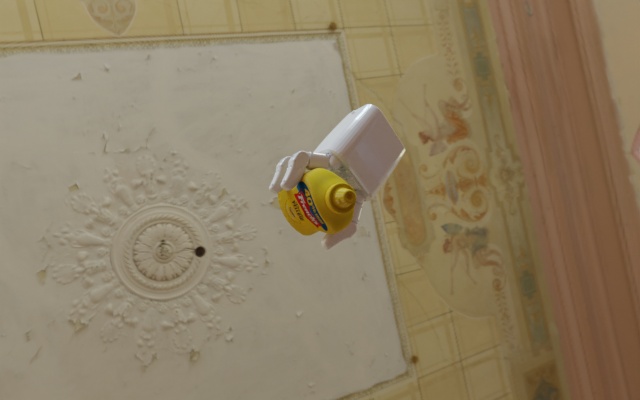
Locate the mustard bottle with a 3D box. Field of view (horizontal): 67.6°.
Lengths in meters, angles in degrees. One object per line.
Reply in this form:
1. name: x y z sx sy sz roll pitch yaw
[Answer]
1. mustard bottle: 0.000 0.002 0.691 0.058 0.096 0.191 -27 7 -23
